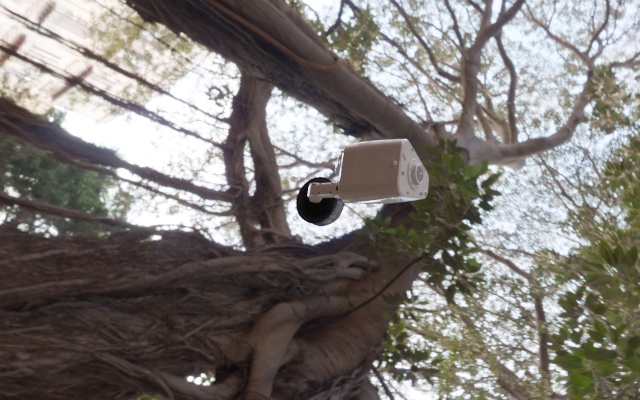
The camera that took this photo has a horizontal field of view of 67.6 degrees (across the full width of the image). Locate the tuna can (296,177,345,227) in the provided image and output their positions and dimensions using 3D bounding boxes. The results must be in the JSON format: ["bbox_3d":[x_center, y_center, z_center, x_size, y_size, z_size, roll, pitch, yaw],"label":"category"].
[{"bbox_3d":[0.000,0.003,0.852,0.086,0.086,0.034,0,-15,34],"label":"tuna can"}]
